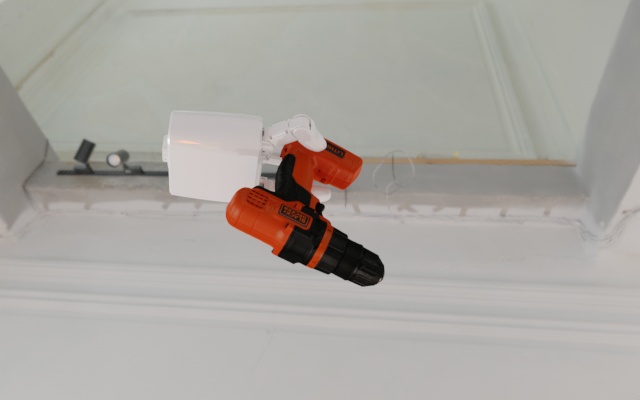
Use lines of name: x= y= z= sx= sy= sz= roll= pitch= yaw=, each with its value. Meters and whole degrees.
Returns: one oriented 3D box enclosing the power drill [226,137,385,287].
power drill: x=0.000 y=0.001 z=0.565 sx=0.184 sy=0.057 sz=0.187 roll=28 pitch=37 yaw=-7
